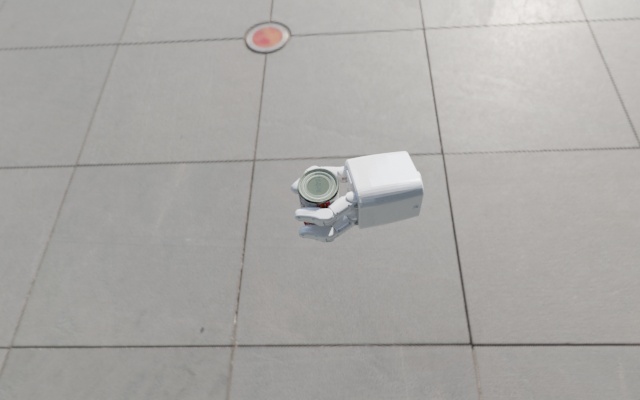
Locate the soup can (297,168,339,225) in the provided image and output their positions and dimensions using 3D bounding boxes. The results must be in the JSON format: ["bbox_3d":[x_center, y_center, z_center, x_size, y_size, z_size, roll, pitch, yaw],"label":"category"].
[{"bbox_3d":[0.000,0.002,0.786,0.068,0.068,0.102,0,-32,5],"label":"soup can"}]
